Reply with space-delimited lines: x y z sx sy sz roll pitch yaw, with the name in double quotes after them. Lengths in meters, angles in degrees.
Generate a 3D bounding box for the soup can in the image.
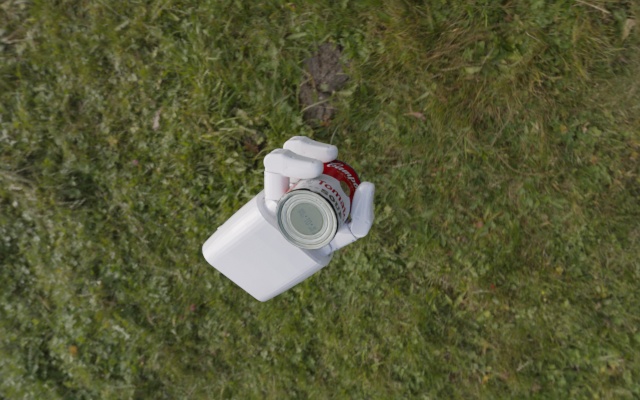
0.000 0.002 0.513 0.068 0.068 0.102 0 21 19 "soup can"
